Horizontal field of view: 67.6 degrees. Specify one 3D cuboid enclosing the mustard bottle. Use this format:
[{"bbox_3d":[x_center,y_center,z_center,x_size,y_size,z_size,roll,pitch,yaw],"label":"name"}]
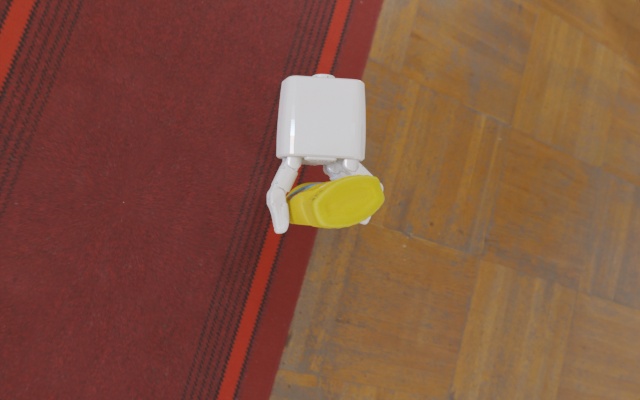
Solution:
[{"bbox_3d":[0.000,0.002,0.647,0.096,0.058,0.191,-23,8,-21],"label":"mustard bottle"}]
